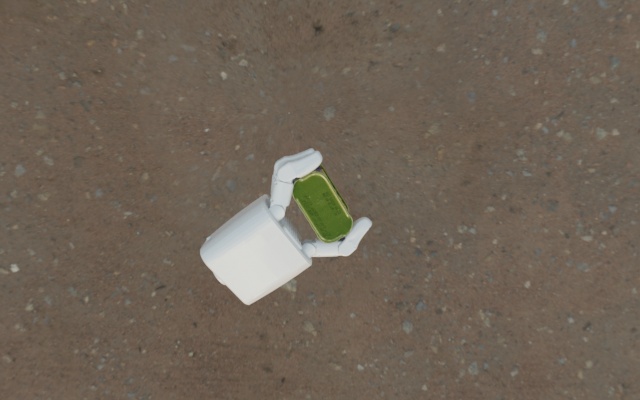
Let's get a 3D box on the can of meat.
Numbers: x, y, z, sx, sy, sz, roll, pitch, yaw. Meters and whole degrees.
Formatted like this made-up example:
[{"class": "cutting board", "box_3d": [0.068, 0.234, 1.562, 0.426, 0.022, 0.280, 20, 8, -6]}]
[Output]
[{"class": "can of meat", "box_3d": [0.000, 0.002, 0.651, 0.057, 0.102, 0.084, -32, 11, 3]}]
